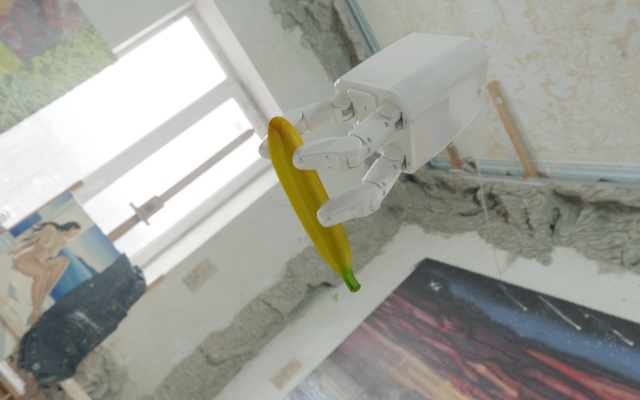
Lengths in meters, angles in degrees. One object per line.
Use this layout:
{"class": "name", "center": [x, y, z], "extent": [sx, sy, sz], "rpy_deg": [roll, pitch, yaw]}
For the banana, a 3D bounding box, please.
{"class": "banana", "center": [-0.007, 0.000, 0.470], "extent": [0.037, 0.198, 0.069], "rpy_deg": [-35, 27, -15]}
